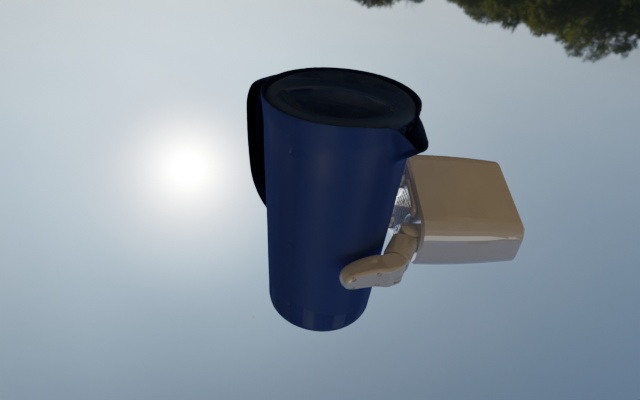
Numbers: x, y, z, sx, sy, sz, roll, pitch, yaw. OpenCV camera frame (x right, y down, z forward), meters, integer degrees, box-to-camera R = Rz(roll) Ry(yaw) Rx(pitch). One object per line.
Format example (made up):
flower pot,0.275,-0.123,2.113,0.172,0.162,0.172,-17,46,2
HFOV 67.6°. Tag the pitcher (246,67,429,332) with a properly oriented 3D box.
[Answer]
pitcher,0.000,0.002,0.461,0.145,0.243,0.149,1,34,-8
